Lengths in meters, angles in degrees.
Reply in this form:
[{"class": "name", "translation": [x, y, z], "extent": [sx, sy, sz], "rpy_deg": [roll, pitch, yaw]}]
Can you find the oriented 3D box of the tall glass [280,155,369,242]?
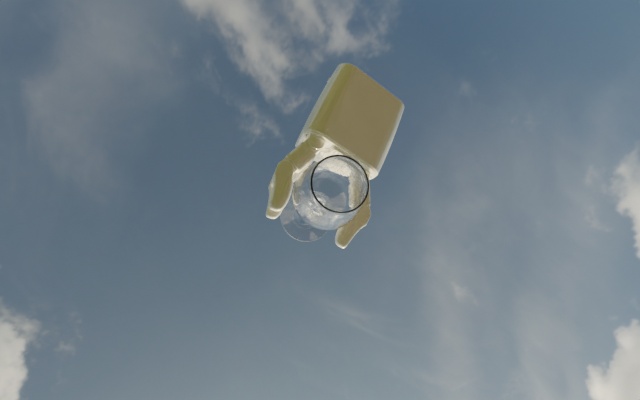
[{"class": "tall glass", "translation": [0.000, 0.002, 0.579], "extent": [0.079, 0.079, 0.201], "rpy_deg": [0, -11, -12]}]
